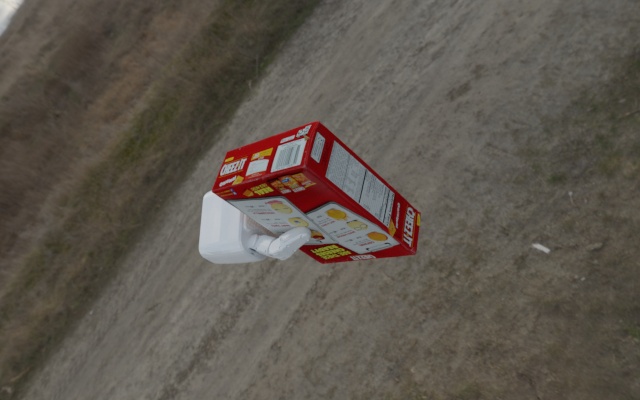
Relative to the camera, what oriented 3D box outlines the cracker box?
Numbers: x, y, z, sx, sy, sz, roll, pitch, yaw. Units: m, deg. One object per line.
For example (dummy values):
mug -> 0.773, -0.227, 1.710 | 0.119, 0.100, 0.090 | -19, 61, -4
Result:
cracker box -> 0.000, 0.002, 0.601 | 0.164, 0.072, 0.214 | -12, -37, 42
